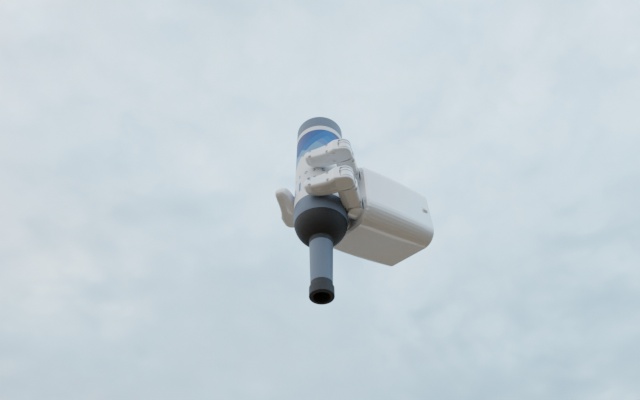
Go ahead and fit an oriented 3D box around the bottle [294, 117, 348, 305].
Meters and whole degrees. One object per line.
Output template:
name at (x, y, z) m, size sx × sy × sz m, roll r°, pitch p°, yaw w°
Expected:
bottle at (0.000, 0.002, 0.607) m, size 0.069 × 0.069 × 0.295 m, roll 0°, pitch 43°, yaw -1°
